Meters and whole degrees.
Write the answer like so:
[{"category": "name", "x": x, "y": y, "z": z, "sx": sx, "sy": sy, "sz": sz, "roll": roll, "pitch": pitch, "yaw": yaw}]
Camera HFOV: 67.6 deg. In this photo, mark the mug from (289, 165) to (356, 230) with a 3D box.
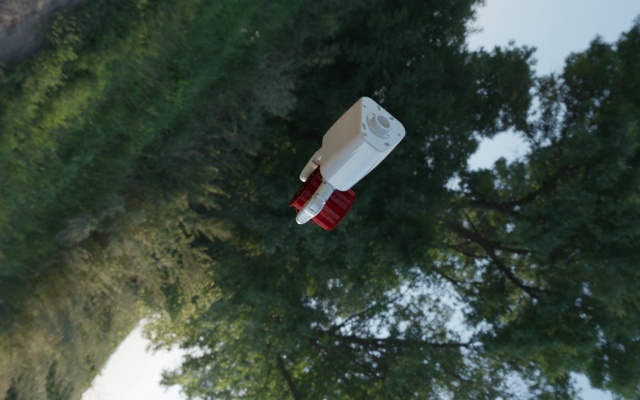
[{"category": "mug", "x": 0.000, "y": 0.004, "z": 0.827, "sx": 0.081, "sy": 0.093, "sz": 0.117, "roll": 38, "pitch": -45, "yaw": -8}]
